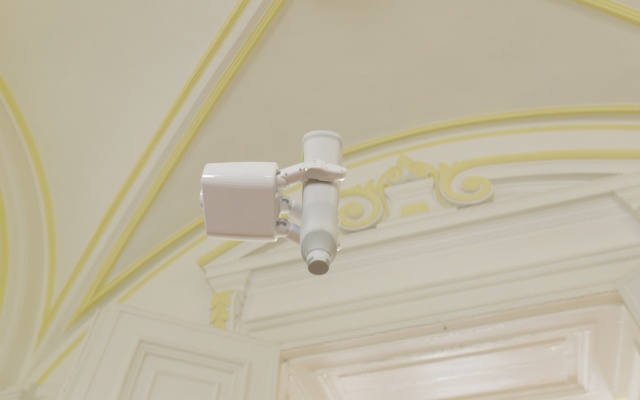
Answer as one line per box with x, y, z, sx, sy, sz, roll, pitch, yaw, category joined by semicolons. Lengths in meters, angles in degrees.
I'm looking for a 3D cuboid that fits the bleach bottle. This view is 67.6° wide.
0.000;0.002;0.708;0.068;0.103;0.250;1;39;1;bleach bottle
